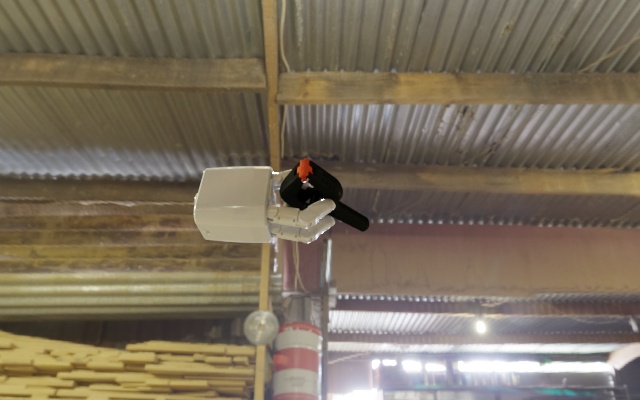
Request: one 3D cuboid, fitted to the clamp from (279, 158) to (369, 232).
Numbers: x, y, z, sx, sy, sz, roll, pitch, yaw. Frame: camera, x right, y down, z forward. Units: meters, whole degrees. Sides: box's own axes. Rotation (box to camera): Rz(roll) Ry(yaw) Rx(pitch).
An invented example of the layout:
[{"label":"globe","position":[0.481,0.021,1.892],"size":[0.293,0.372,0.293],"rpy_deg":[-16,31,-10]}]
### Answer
[{"label":"clamp","position":[0.000,0.001,0.745],"size":[0.164,0.036,0.210],"rpy_deg":[1,-27,1]}]
